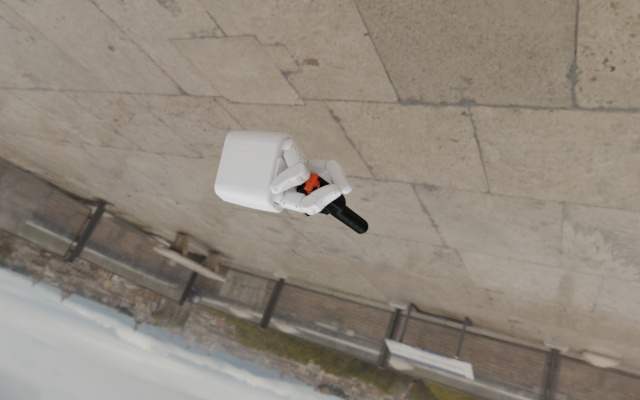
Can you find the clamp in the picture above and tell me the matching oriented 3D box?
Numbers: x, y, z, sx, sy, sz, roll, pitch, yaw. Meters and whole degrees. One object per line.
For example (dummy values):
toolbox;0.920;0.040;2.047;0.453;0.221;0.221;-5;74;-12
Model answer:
clamp;0.000;0.003;0.761;0.120;0.039;0.171;9;-23;28
